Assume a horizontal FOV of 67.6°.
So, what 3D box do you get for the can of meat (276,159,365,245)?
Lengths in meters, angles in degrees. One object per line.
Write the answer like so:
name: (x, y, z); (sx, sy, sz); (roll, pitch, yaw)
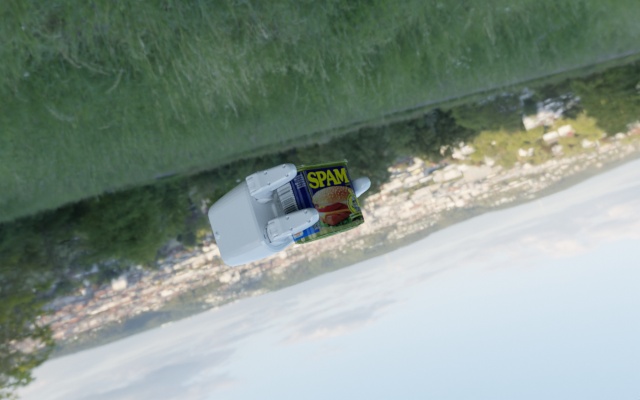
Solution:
can of meat: (0.000, 0.002, 0.573); (0.102, 0.084, 0.057); (-12, -9, -47)
